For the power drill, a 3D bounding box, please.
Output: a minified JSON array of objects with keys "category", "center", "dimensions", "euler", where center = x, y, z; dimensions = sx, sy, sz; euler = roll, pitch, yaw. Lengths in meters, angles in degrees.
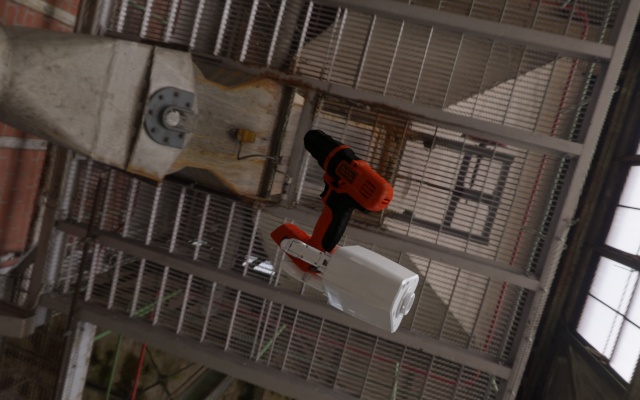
[{"category":"power drill","center":[0.000,0.003,0.736],"dimensions":[0.057,0.188,0.184],"euler":[11,27,-51]}]
